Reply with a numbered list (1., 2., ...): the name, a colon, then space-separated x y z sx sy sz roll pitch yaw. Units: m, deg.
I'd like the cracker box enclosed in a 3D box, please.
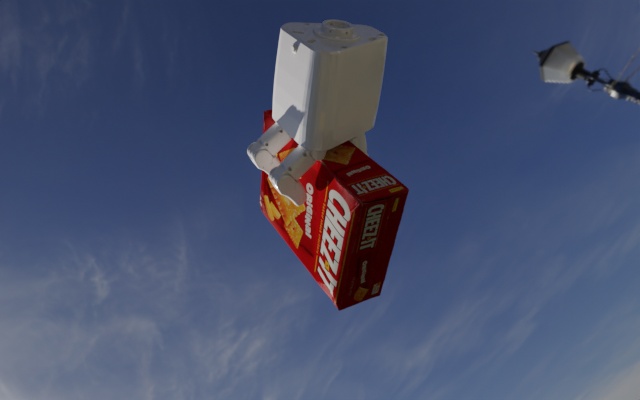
1. cracker box: 0.000 0.002 0.592 0.072 0.164 0.213 -16 42 -28
